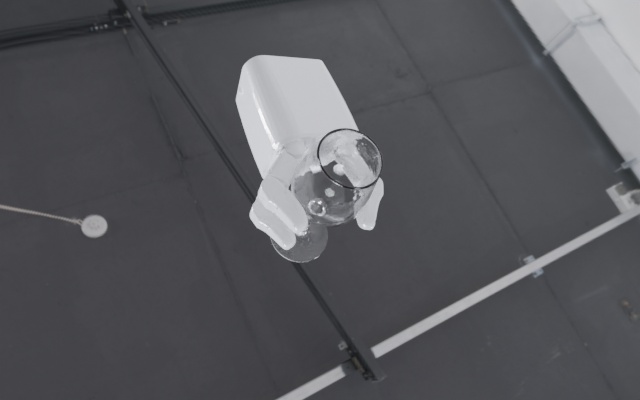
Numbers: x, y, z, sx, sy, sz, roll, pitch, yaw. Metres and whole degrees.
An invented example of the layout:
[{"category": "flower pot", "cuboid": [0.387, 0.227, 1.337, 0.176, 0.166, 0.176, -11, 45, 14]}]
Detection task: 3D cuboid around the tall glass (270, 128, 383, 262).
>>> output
[{"category": "tall glass", "cuboid": [0.000, 0.002, 0.508, 0.079, 0.079, 0.201, 0, -23, -17]}]
